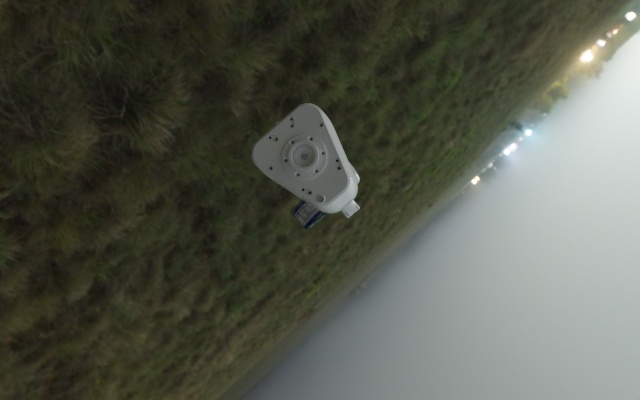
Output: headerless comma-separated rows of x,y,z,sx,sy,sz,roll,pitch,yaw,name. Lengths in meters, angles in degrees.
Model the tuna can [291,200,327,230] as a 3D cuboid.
0.001,0.003,0.686,0.086,0.034,0.086,-43,-5,-4,tuna can
